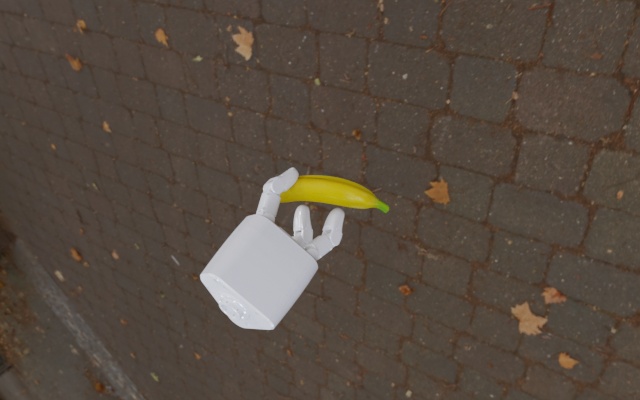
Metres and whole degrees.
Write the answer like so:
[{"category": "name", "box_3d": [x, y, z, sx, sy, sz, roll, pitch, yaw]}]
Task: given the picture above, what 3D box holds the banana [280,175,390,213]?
[{"category": "banana", "box_3d": [-0.003, -0.009, 0.690, 0.198, 0.037, 0.070, 8, -34, 30]}]
